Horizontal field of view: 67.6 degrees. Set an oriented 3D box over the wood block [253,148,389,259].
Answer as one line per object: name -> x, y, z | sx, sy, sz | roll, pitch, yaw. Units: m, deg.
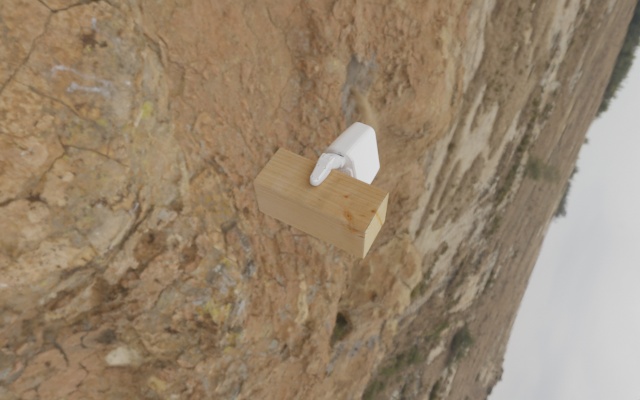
wood block -> 0.000, 0.002, 0.809 | 0.206, 0.090, 0.091 | 23, -32, 18
